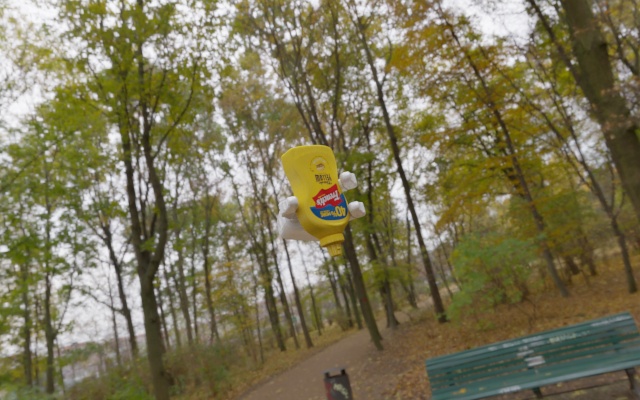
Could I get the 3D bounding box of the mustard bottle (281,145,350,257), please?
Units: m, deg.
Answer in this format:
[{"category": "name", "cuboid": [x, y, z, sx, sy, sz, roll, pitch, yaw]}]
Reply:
[{"category": "mustard bottle", "cuboid": [0.000, 0.002, 0.812, 0.096, 0.191, 0.058, -5, -17, -39]}]
